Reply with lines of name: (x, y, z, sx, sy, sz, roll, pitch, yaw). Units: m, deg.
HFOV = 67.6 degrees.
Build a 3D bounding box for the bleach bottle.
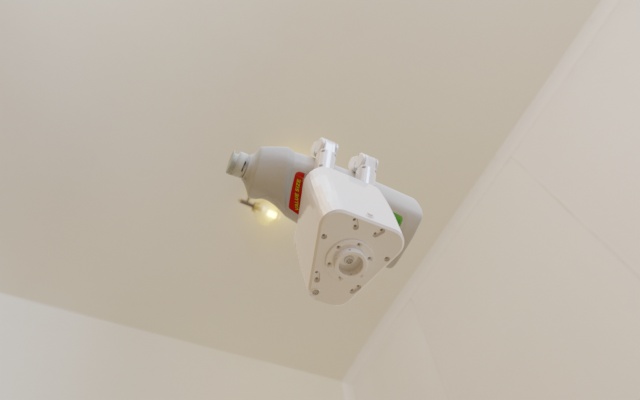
bleach bottle: (0.000, 0.002, 0.611, 0.251, 0.102, 0.068, 20, 22, -17)
